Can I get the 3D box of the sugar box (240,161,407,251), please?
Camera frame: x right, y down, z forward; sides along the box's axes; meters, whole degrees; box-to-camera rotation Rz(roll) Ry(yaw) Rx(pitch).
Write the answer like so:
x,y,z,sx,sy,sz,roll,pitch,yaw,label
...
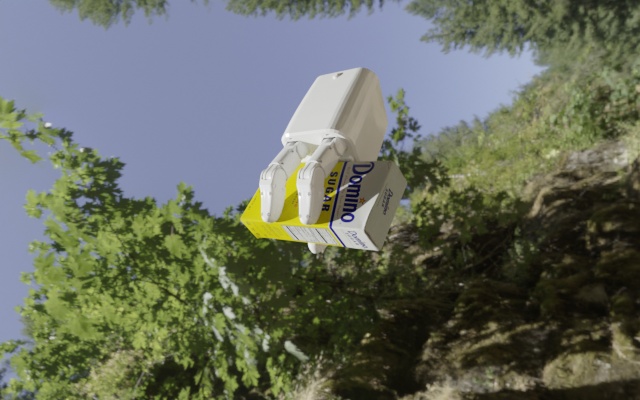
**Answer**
x,y,z,sx,sy,sz,roll,pitch,yaw,label
0.000,0.001,0.541,0.176,0.093,0.048,-1,-38,39,sugar box
